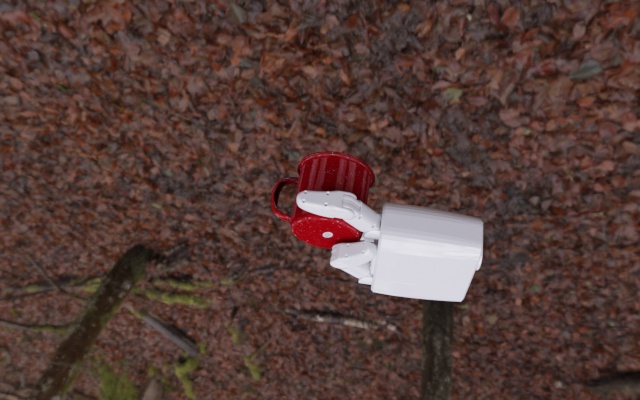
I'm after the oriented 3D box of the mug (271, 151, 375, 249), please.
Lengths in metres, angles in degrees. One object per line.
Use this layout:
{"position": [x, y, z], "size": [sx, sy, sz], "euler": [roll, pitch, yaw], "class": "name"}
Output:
{"position": [-0.001, 0.002, 0.547], "size": [0.117, 0.081, 0.093], "euler": [7, -29, 6], "class": "mug"}
